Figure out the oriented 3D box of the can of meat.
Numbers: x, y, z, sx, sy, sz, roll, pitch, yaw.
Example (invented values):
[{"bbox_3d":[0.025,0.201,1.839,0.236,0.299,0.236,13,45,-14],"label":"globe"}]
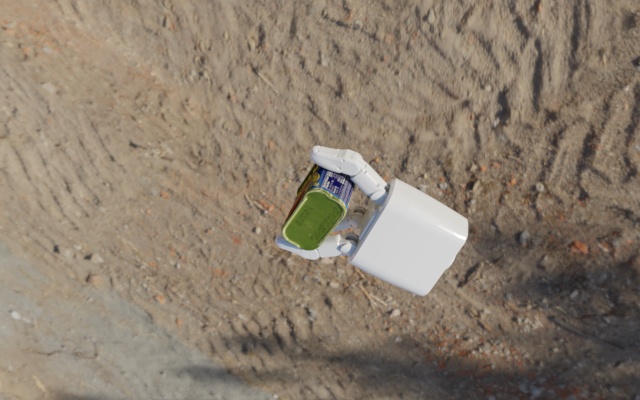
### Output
[{"bbox_3d":[0.000,0.002,0.584,0.057,0.102,0.084,30,39,-7],"label":"can of meat"}]
